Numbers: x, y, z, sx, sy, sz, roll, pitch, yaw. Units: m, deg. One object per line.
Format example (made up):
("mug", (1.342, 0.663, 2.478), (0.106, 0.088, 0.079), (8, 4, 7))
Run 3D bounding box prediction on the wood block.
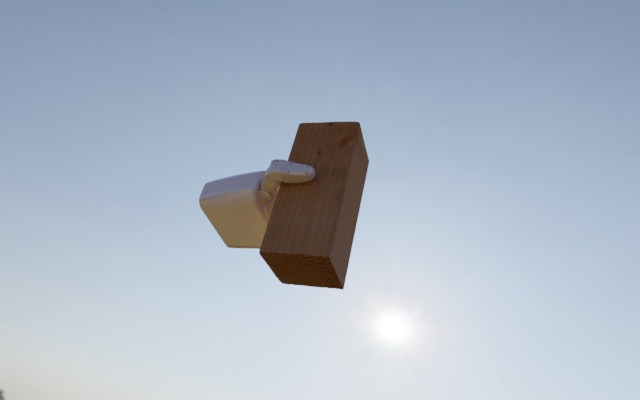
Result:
("wood block", (0.000, 0.002, 0.635), (0.090, 0.206, 0.091), (2, -33, 19))
